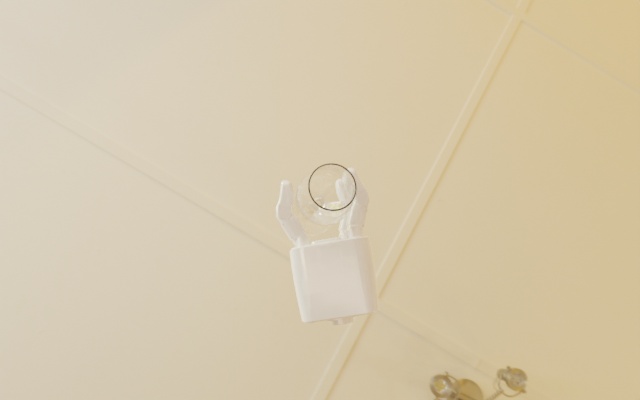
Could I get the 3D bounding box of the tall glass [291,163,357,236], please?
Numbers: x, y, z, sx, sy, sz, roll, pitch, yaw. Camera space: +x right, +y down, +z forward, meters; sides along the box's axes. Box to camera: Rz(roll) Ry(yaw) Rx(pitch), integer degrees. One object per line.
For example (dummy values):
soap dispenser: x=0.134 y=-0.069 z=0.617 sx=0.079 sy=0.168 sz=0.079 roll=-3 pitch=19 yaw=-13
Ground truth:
tall glass: x=0.000 y=0.002 z=0.690 sx=0.079 sy=0.079 sz=0.201 roll=0 pitch=-11 yaw=-9
